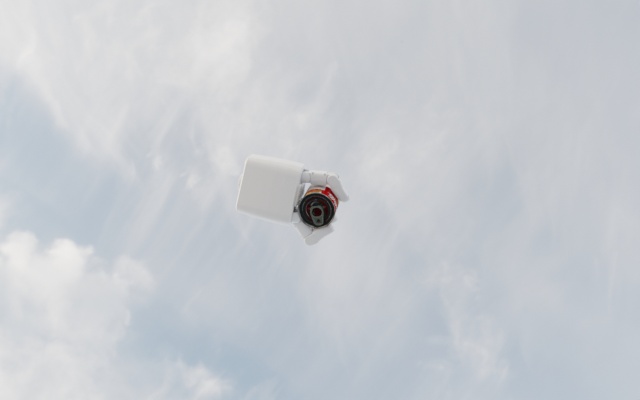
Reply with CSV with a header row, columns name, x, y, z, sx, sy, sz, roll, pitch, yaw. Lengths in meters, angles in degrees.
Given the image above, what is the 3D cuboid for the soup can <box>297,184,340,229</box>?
name,x,y,z,sx,sy,sz,roll,pitch,yaw
soup can,0.001,0.003,0.889,0.068,0.068,0.102,0,18,9
